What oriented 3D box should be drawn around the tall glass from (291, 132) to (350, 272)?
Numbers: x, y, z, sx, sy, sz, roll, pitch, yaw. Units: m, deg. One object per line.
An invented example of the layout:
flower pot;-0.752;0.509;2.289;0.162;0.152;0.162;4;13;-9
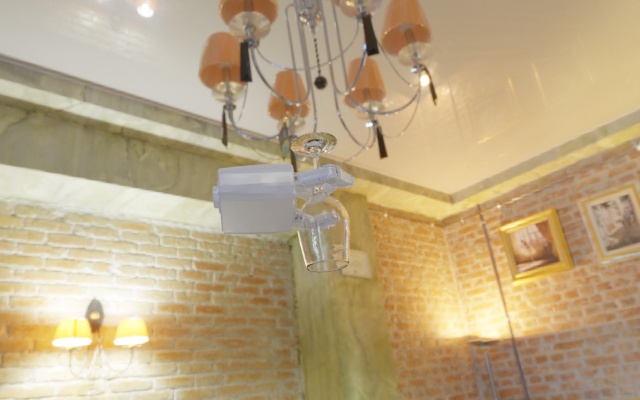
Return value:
tall glass;0.000;0.002;0.715;0.079;0.201;0.079;-6;-23;-2
